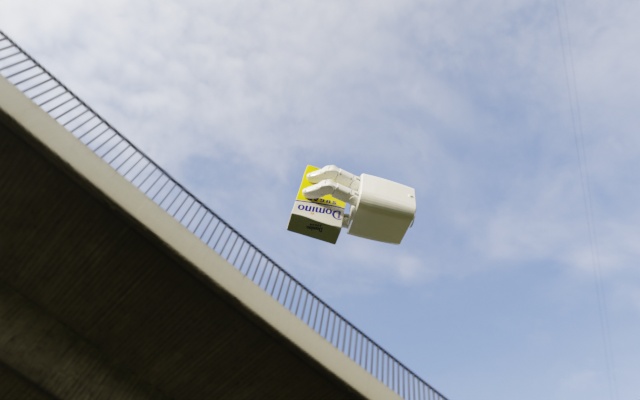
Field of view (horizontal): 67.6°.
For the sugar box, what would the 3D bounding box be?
[{"bbox_3d":[0.000,0.002,0.896,0.093,0.048,0.176,17,31,-2],"label":"sugar box"}]
